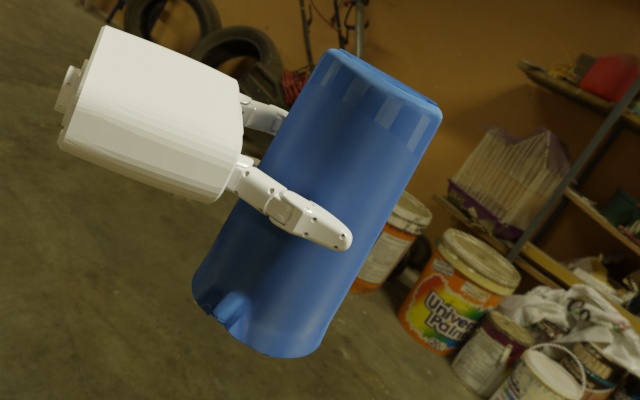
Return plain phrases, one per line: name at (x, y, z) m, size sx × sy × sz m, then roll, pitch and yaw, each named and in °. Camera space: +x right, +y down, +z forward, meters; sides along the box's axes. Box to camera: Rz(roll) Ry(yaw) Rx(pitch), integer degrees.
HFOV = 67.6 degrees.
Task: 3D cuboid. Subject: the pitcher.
pitcher at (0.000, 0.001, 0.421) m, size 0.145 × 0.243 × 0.149 m, roll 21°, pitch 20°, yaw -27°
